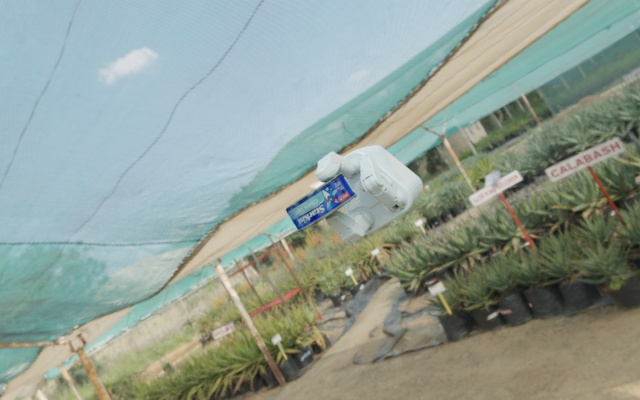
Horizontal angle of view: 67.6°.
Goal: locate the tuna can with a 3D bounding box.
[{"bbox_3d":[0.000,0.001,0.589,0.086,0.034,0.086,-32,2,1],"label":"tuna can"}]
